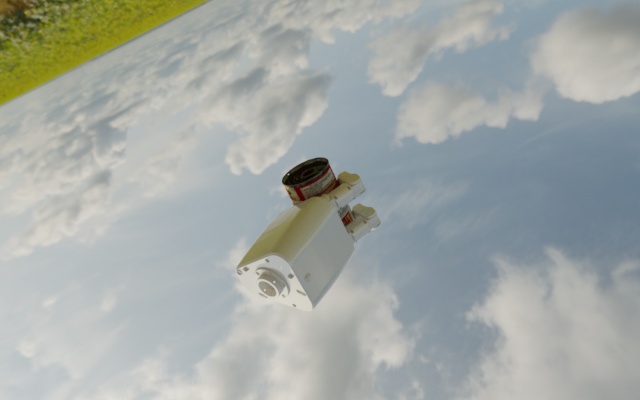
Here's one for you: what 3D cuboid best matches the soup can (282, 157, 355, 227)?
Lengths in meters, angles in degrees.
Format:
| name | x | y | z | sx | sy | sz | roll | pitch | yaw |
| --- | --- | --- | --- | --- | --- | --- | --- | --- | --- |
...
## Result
| name | x | y | z | sx | sy | sz | roll | pitch | yaw |
| --- | --- | --- | --- | --- | --- | --- | --- | --- | --- |
| soup can | 0.000 | 0.002 | 0.649 | 0.068 | 0.102 | 0.068 | -22 | 26 | 11 |
